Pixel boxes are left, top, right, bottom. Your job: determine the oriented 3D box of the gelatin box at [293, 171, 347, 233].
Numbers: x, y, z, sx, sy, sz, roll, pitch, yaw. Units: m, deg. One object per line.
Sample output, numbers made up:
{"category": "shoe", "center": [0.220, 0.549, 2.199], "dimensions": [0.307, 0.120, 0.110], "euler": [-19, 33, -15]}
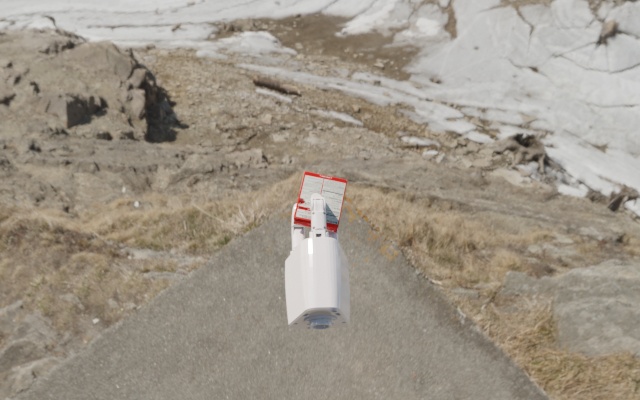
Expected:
{"category": "gelatin box", "center": [0.000, 0.002, 0.778], "dimensions": [0.073, 0.089, 0.030], "euler": [11, -25, 1]}
